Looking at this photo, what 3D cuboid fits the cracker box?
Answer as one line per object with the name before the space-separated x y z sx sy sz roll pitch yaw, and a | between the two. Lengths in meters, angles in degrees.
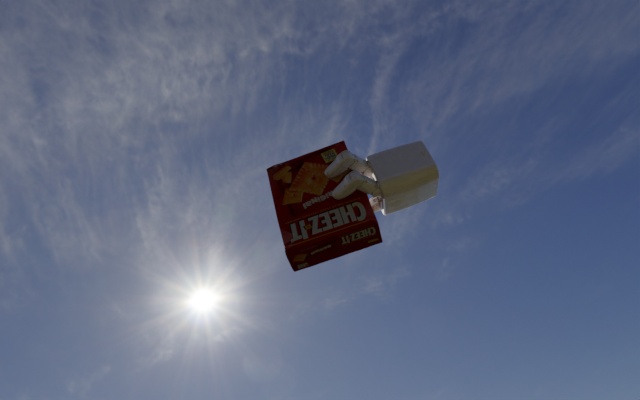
cracker box | 0.000 0.003 0.868 0.164 0.213 0.072 -19 -43 2
